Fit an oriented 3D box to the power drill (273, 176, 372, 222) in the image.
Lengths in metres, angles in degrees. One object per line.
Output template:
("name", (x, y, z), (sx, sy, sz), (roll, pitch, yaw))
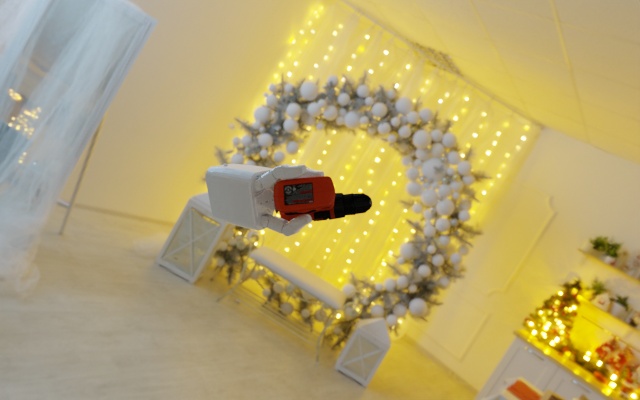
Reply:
("power drill", (0.000, 0.003, 0.877), (0.184, 0.057, 0.188), (-8, -12, 7))
